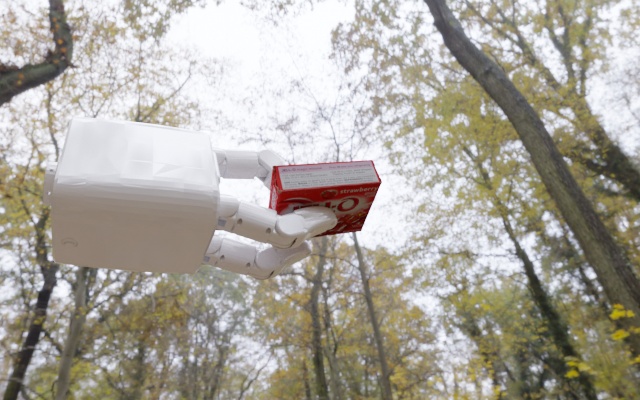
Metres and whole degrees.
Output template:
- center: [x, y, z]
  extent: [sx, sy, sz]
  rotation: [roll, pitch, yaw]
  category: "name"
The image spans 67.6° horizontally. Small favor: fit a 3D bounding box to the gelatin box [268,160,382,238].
- center: [0.000, 0.001, 0.412]
  extent: [0.089, 0.030, 0.073]
  rotation: [-5, -36, -16]
  category: "gelatin box"
